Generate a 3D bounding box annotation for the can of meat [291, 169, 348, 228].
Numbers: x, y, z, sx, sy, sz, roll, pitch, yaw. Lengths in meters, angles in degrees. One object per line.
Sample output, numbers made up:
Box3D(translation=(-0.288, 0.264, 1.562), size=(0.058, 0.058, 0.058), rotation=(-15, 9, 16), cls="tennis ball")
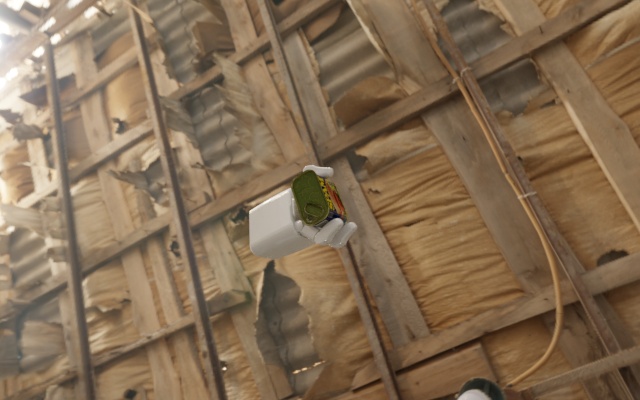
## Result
Box3D(translation=(0.000, 0.003, 0.880), size=(0.057, 0.102, 0.084), rotation=(-30, -25, 21), cls="can of meat")
